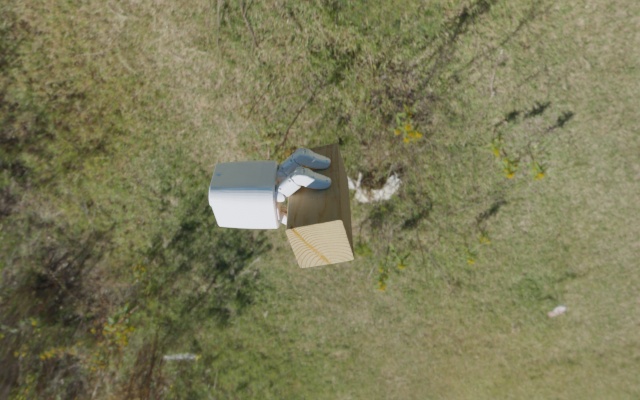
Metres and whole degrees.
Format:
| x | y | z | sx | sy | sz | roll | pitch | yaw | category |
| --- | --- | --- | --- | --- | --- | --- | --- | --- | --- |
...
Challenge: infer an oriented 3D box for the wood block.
| x | y | z | sx | sy | sz | roll | pitch | yaw | category |
| --- | --- | --- | --- | --- | --- | --- | --- | --- | --- |
| 0.000 | 0.003 | 0.808 | 0.090 | 0.091 | 0.206 | -11 | 39 | 9 | wood block |
